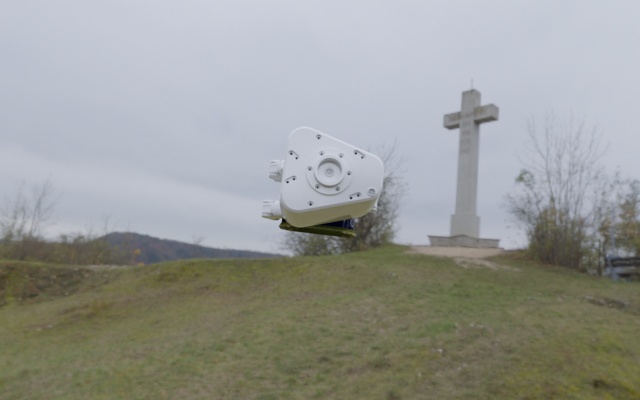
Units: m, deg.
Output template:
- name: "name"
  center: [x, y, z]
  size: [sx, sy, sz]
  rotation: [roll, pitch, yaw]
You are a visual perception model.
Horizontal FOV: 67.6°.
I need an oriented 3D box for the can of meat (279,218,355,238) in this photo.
- name: "can of meat"
  center: [0.000, 0.002, 0.644]
  size: [0.102, 0.084, 0.057]
  rotation: [6, -9, 3]
